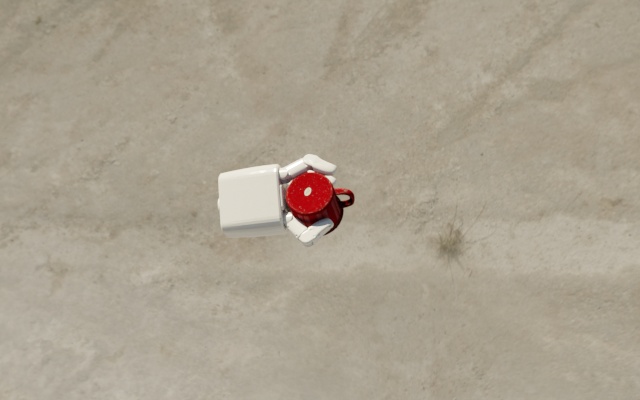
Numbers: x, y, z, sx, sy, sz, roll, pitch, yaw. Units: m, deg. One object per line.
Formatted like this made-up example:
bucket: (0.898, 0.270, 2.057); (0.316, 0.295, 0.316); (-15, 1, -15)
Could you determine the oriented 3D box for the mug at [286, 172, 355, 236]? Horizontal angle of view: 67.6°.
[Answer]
mug: (0.002, 0.002, 0.814); (0.117, 0.093, 0.081); (-8, -27, 8)
